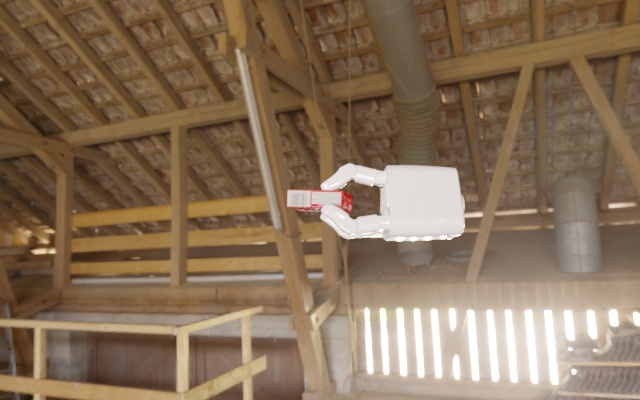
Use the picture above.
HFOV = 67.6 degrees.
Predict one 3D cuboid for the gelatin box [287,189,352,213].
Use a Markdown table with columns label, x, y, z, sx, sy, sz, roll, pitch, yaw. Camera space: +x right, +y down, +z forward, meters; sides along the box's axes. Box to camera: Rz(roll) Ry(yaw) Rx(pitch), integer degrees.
| label | x | y | z | sx | sy | sz | roll | pitch | yaw |
| --- | --- | --- | --- | --- | --- | --- | --- | --- | --- |
| gelatin box | 0.000 | 0.002 | 0.740 | 0.089 | 0.030 | 0.073 | 2 | -5 | 13 |
